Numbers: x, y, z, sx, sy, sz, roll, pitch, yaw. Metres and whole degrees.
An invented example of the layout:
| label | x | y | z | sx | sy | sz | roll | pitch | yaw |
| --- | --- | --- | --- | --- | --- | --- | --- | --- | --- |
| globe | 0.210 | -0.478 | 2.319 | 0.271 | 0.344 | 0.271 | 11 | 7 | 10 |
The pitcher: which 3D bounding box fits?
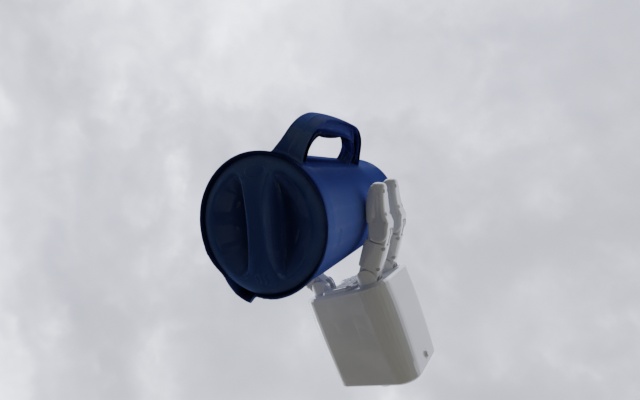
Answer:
| label | x | y | z | sx | sy | sz | roll | pitch | yaw |
| --- | --- | --- | --- | --- | --- | --- | --- | --- | --- |
| pitcher | 0.000 | 0.002 | 0.517 | 0.149 | 0.145 | 0.243 | -24 | -4 | 26 |
